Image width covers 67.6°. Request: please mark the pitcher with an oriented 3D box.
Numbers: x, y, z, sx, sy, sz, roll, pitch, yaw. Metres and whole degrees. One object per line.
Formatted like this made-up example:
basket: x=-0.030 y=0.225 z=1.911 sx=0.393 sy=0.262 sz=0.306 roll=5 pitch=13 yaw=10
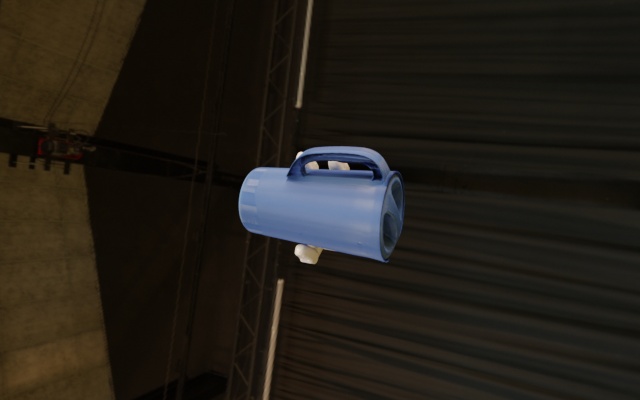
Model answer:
pitcher: x=0.000 y=0.002 z=0.732 sx=0.243 sy=0.149 sz=0.145 roll=7 pitch=-8 yaw=22
